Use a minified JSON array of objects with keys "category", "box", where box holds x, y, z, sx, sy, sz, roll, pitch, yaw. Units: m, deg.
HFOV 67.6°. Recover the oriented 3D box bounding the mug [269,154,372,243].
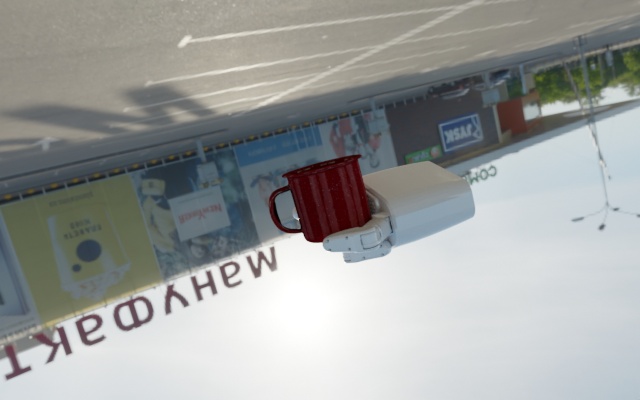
[{"category":"mug","box":[-0.001,0.002,0.540,0.117,0.081,0.093,-17,8,-12]}]
